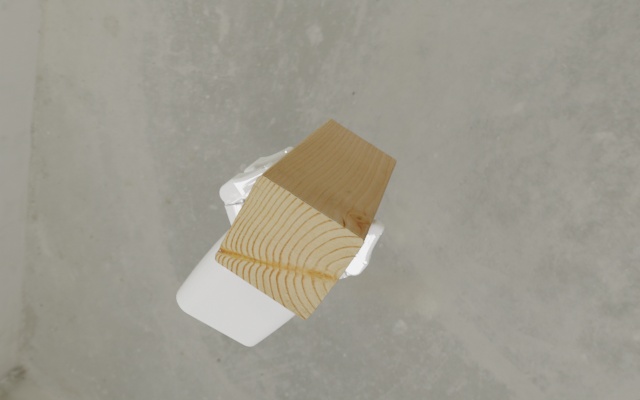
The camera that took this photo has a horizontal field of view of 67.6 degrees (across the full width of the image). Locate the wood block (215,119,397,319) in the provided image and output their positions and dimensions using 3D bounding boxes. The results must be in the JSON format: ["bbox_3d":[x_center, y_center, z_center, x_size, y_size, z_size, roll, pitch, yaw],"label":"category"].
[{"bbox_3d":[0.000,0.002,0.447,0.091,0.090,0.206,33,26,1],"label":"wood block"}]
